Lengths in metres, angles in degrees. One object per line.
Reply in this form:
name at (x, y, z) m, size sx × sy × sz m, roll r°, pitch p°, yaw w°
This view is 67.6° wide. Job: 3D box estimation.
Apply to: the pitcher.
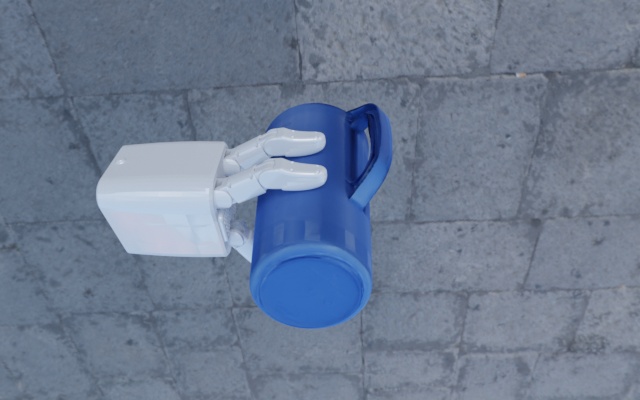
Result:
pitcher at (0.000, 0.002, 0.499) m, size 0.145 × 0.149 × 0.242 m, roll 2°, pitch 37°, yaw -1°
